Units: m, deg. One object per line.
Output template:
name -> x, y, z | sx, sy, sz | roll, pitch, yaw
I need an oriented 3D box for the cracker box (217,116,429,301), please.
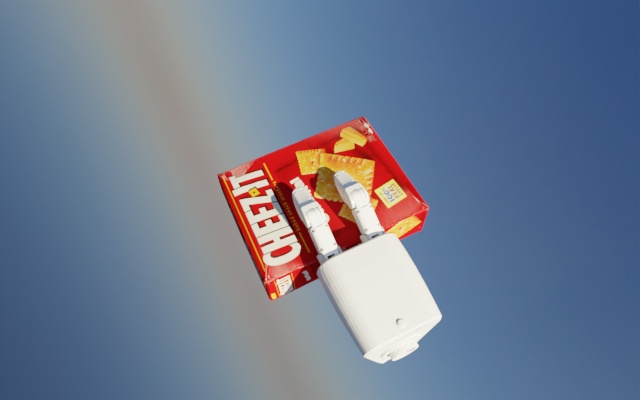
cracker box -> 0.000, 0.002, 0.603 | 0.213, 0.164, 0.072 | -23, -28, -11
